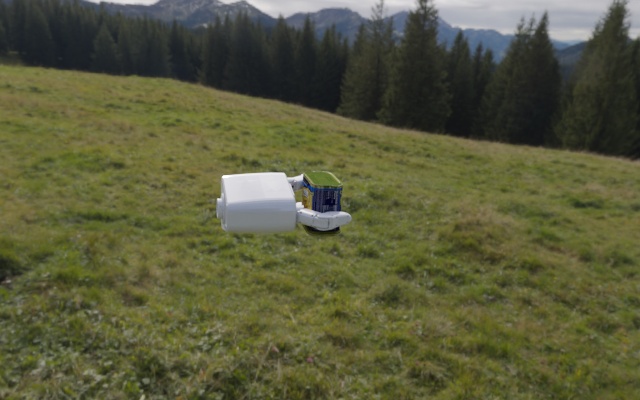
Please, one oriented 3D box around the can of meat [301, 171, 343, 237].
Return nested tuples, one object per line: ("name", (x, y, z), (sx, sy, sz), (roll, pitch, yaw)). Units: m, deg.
("can of meat", (0.000, 0.002, 0.786), (0.057, 0.084, 0.102), (-1, 17, -14))
